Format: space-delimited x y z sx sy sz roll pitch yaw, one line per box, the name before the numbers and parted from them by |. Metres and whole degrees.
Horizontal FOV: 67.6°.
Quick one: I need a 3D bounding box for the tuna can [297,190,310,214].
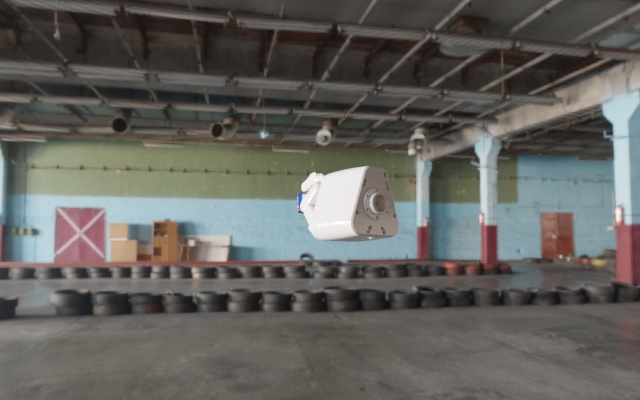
tuna can | 0.000 0.002 0.868 0.086 0.033 0.086 -3 -8 0
